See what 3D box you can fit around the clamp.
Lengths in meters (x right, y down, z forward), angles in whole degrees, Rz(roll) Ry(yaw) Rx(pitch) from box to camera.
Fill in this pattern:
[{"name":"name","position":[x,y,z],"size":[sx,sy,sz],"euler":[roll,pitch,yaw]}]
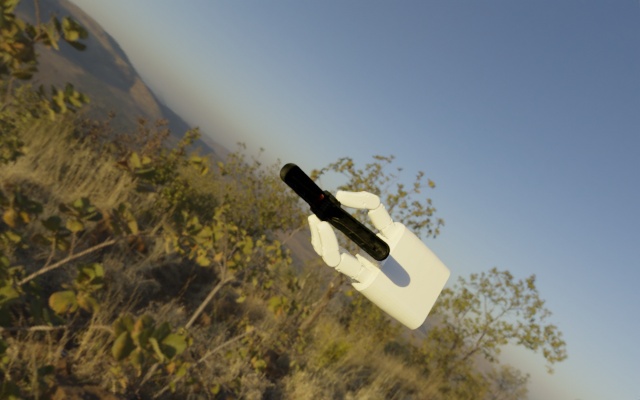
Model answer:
[{"name":"clamp","position":[0.001,0.002,0.644],"size":[0.164,0.036,0.210],"euler":[42,-2,-15]}]
